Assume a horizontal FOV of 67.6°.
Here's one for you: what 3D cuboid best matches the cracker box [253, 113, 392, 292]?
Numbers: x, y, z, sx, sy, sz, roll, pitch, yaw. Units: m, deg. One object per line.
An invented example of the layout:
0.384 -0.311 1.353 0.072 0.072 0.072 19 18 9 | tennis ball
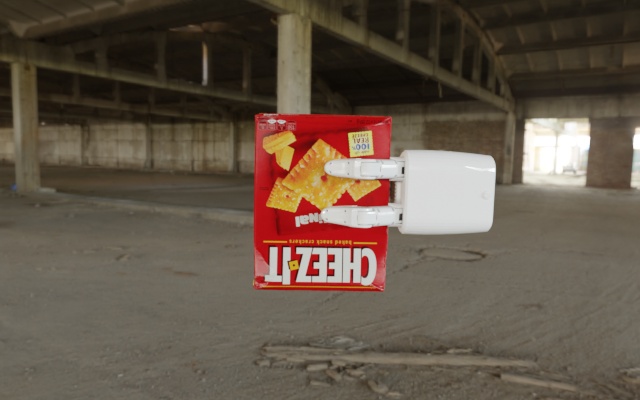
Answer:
0.000 0.002 0.594 0.164 0.214 0.072 1 6 -2 | cracker box
